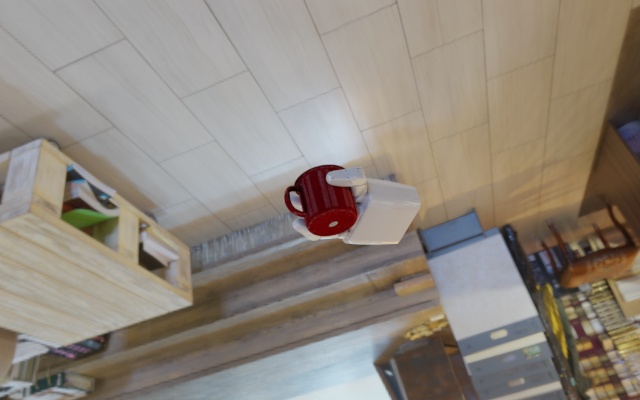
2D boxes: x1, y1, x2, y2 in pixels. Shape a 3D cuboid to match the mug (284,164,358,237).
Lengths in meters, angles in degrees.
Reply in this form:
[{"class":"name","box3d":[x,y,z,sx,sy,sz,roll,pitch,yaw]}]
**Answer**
[{"class":"mug","box3d":[-0.001,0.002,0.744,0.117,0.081,0.093,4,-37,-27]}]
